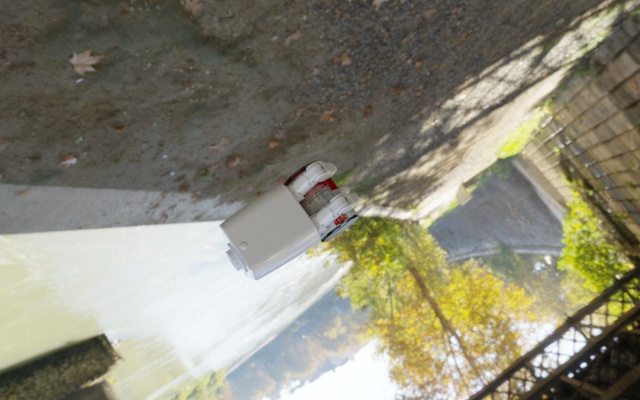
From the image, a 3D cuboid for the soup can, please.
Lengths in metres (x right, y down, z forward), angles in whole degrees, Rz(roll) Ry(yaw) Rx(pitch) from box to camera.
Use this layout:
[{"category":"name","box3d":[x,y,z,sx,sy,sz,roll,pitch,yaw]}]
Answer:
[{"category":"soup can","box3d":[0.001,0.002,0.697,0.068,0.102,0.068,-35,-11,-8]}]
